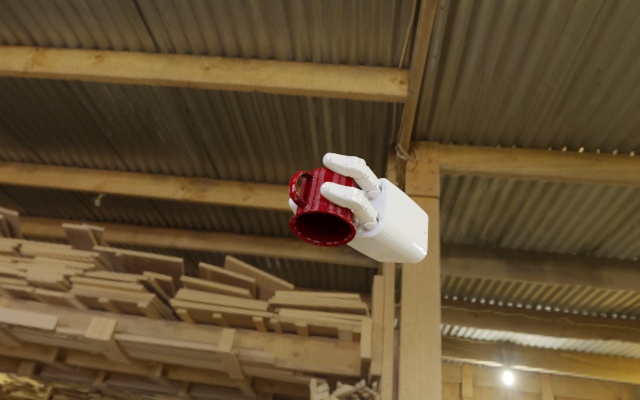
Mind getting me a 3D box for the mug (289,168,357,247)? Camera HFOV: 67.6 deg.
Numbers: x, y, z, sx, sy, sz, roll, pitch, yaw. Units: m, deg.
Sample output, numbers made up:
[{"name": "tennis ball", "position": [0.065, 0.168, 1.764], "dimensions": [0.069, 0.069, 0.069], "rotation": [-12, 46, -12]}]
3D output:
[{"name": "mug", "position": [-0.001, 0.001, 0.675], "dimensions": [0.093, 0.081, 0.117], "rotation": [-25, -47, 39]}]
